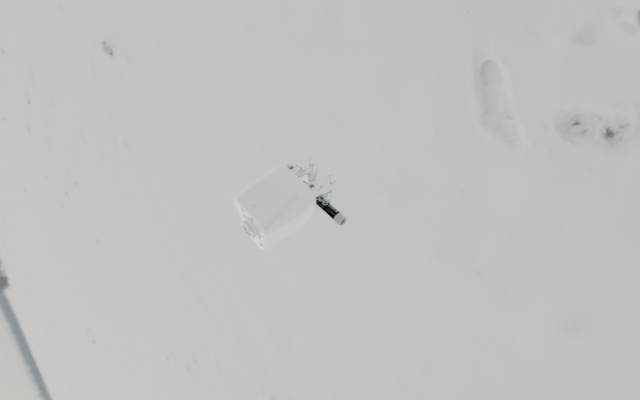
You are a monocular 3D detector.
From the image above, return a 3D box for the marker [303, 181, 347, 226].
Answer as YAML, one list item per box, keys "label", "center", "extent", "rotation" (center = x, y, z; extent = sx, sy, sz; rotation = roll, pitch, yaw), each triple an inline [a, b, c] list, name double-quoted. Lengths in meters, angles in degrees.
- label: "marker"
  center: [0.000, 0.003, 0.863]
  extent: [0.121, 0.020, 0.020]
  rotation: [42, 23, 29]
